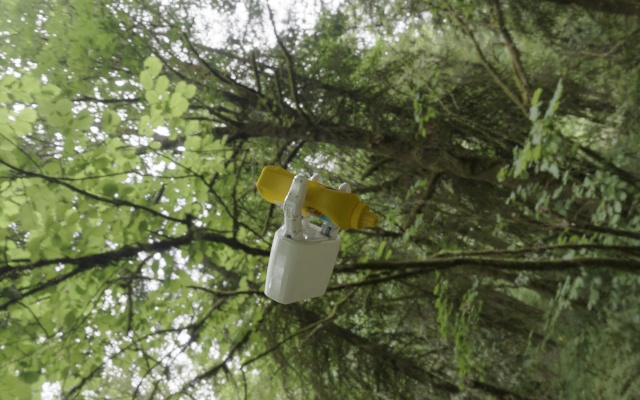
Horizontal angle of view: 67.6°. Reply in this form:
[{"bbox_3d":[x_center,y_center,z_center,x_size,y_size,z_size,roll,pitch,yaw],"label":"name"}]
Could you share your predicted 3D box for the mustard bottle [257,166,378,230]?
[{"bbox_3d":[0.000,0.002,0.744,0.191,0.058,0.096,21,-8,24],"label":"mustard bottle"}]
